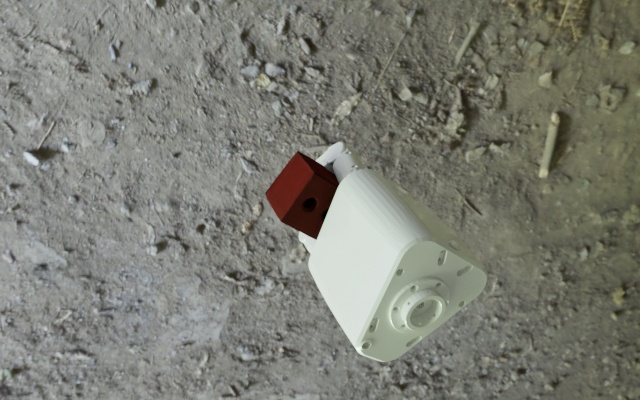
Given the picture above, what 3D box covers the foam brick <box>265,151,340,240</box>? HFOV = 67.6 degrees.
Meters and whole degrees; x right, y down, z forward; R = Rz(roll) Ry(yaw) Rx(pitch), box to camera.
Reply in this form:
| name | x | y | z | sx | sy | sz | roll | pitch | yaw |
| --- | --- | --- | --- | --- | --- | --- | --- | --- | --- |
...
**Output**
| name | x | y | z | sx | sy | sz | roll | pitch | yaw |
| --- | --- | --- | --- | --- | --- | --- | --- | --- | --- |
| foam brick | 0.000 | 0.001 | 0.434 | 0.078 | 0.053 | 0.051 | 29 | 15 | -31 |
